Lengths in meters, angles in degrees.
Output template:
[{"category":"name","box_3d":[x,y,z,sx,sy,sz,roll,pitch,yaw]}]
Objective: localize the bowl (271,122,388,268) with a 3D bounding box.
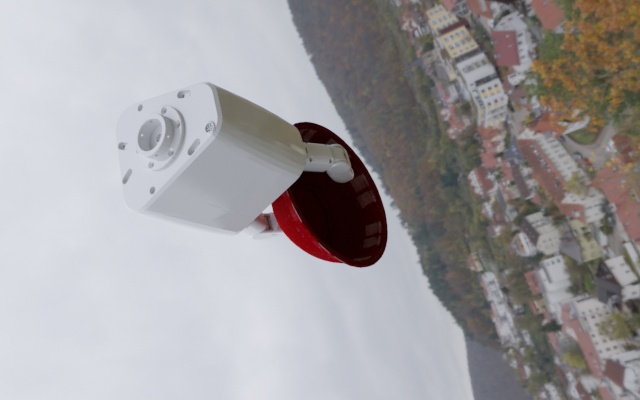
[{"category":"bowl","box_3d":[0.001,0.002,0.496,0.055,0.162,0.162,-30,-18,33]}]
